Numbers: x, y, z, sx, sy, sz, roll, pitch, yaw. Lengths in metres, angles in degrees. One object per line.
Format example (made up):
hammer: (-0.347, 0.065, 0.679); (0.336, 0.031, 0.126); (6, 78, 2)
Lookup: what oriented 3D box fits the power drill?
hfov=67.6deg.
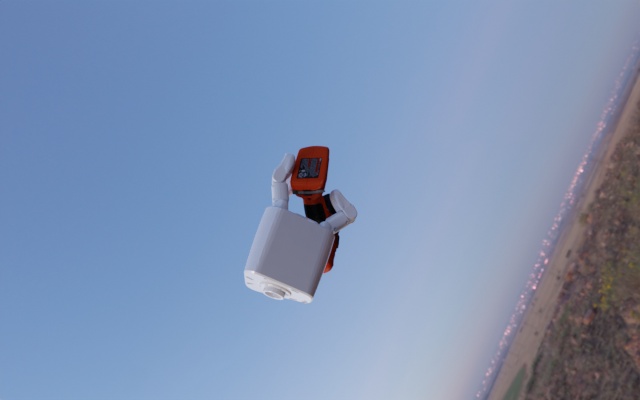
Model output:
power drill: (0.000, 0.003, 0.818); (0.057, 0.188, 0.184); (-4, 41, 10)
